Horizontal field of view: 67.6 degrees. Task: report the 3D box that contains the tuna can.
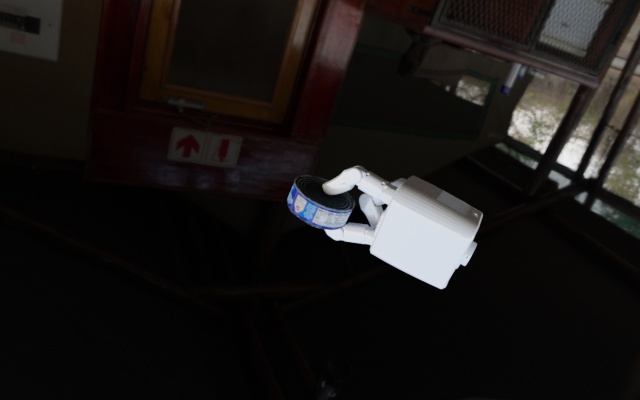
[{"bbox_3d":[0.000,0.003,0.632,0.086,0.034,0.086,20,25,-10],"label":"tuna can"}]
